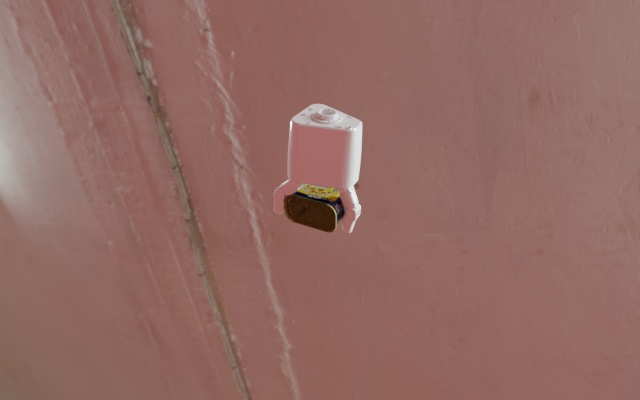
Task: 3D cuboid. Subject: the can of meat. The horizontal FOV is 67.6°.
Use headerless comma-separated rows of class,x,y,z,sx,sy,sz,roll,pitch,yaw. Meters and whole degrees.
can of meat,0.000,0.003,0.850,0.102,0.057,0.084,15,36,23
